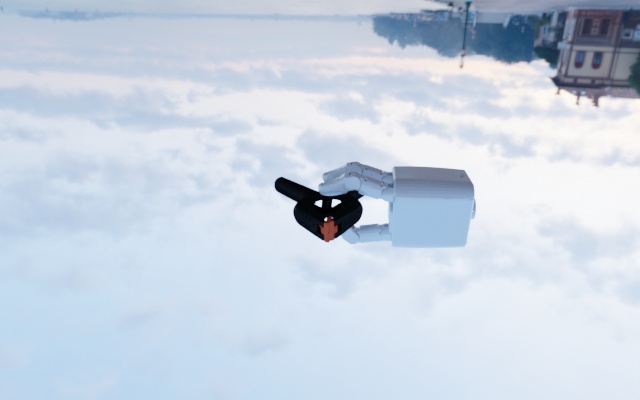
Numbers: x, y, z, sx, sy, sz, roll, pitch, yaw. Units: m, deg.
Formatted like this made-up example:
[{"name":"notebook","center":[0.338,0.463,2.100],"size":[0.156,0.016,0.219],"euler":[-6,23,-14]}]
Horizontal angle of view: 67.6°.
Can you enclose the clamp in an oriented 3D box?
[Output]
[{"name":"clamp","center":[0.000,0.003,0.682],"size":[0.164,0.036,0.210],"euler":[-1,21,7]}]
